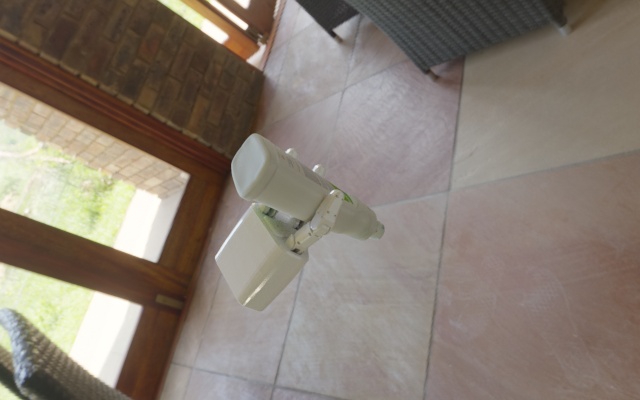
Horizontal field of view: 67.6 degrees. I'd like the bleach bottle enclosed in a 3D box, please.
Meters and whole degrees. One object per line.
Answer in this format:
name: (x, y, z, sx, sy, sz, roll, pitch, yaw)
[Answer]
bleach bottle: (0.000, 0.002, 0.664, 0.251, 0.068, 0.102, 29, 18, -33)
